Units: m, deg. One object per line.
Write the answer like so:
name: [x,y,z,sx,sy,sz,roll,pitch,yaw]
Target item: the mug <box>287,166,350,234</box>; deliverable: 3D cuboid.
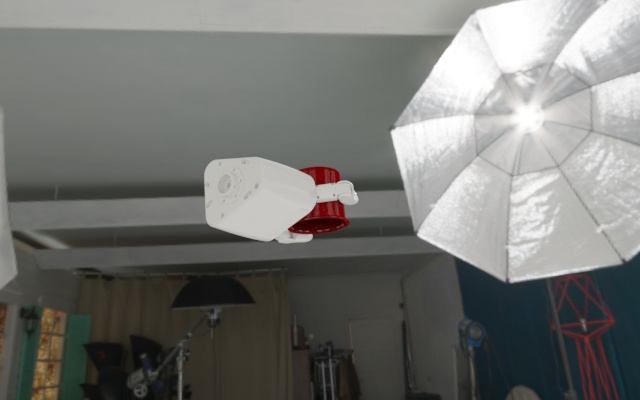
mug: [0.001,0.002,0.725,0.093,0.081,0.117,-17,-21,31]
